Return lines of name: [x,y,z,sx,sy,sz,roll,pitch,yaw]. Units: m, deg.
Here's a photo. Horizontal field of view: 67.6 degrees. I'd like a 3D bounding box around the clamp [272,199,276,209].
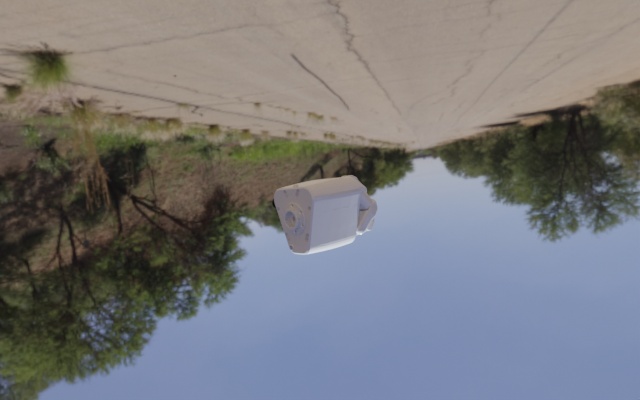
clamp: [0.000,0.003,0.862,0.120,0.039,0.171,-11,6,-44]
